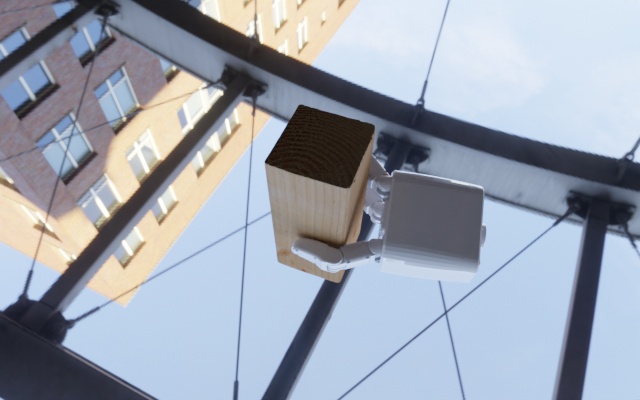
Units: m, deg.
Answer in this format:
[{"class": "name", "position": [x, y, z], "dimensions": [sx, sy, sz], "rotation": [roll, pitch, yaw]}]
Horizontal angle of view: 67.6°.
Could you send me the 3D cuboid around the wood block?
[{"class": "wood block", "position": [0.000, 0.002, 0.559], "dimensions": [0.090, 0.090, 0.206], "rotation": [18, -34, 11]}]
